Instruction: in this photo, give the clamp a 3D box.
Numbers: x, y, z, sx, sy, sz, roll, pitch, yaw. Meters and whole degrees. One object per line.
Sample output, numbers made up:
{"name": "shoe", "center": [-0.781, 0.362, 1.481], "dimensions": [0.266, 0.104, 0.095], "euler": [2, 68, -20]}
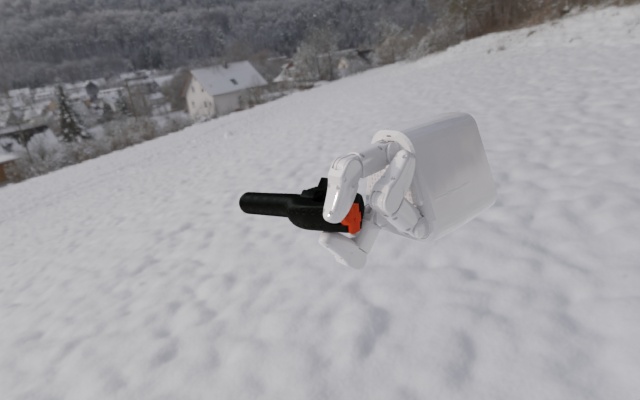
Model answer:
{"name": "clamp", "center": [0.000, 0.001, 0.516], "dimensions": [0.120, 0.039, 0.171], "euler": [-22, 22, -32]}
